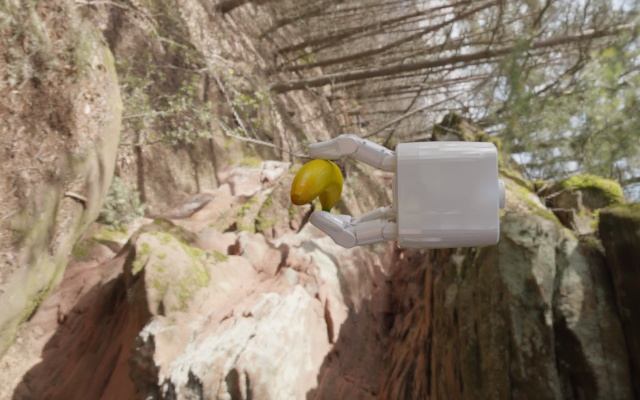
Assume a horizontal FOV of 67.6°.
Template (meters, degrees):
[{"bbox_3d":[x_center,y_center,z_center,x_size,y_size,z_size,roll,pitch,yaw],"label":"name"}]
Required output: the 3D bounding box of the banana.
[{"bbox_3d":[0.002,-0.016,0.568,0.037,0.069,0.198,2,-8,11],"label":"banana"}]
